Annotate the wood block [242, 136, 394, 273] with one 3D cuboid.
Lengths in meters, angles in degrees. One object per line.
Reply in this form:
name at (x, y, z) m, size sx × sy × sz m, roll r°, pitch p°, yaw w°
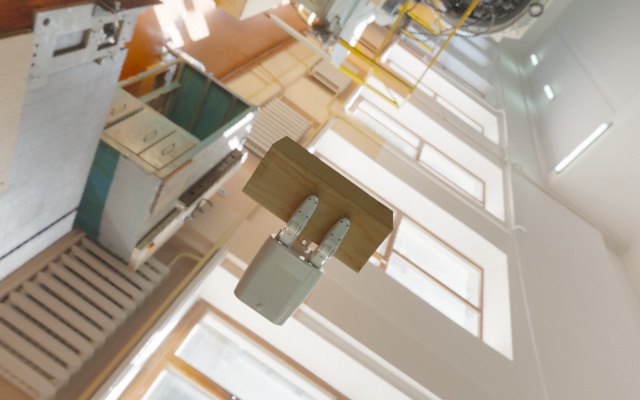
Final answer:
wood block at (0.000, 0.003, 0.717) m, size 0.206 × 0.090 × 0.090 m, roll 35°, pitch 17°, yaw -2°
